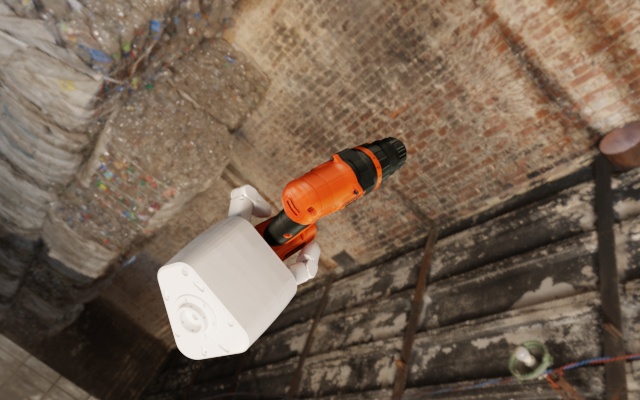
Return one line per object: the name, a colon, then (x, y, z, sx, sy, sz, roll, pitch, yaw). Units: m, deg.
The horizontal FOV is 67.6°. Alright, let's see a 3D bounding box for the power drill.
power drill: (0.000, 0.002, 0.560, 0.184, 0.057, 0.188, -27, -12, -41)
